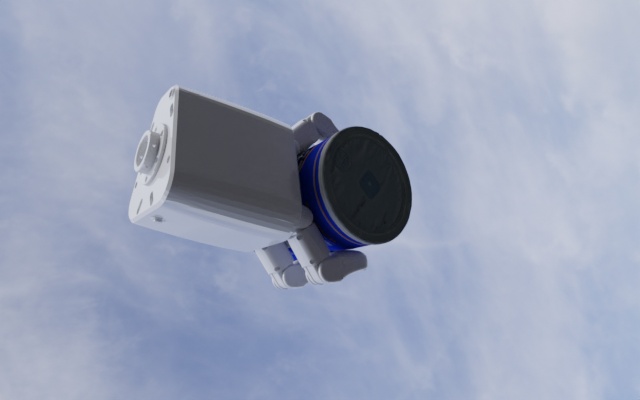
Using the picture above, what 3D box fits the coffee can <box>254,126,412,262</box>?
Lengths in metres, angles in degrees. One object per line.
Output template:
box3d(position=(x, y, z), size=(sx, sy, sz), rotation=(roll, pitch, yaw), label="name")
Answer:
box3d(position=(0.000, 0.001, 0.453), size=(0.103, 0.103, 0.140), rotation=(0, -13, -39), label="coffee can")
